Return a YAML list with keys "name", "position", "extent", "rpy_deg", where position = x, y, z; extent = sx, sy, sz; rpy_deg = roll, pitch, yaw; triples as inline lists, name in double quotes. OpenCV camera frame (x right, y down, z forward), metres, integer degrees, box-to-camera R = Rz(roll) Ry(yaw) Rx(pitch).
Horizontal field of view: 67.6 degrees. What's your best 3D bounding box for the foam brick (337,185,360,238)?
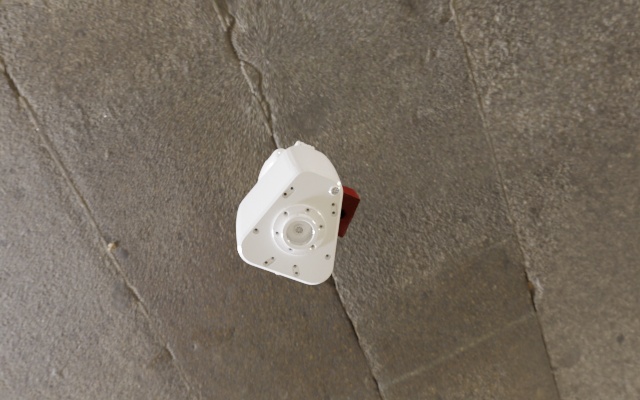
- name: "foam brick"
  position: [0.000, 0.002, 0.571]
  extent: [0.078, 0.053, 0.051]
  rpy_deg: [21, 12, -13]
